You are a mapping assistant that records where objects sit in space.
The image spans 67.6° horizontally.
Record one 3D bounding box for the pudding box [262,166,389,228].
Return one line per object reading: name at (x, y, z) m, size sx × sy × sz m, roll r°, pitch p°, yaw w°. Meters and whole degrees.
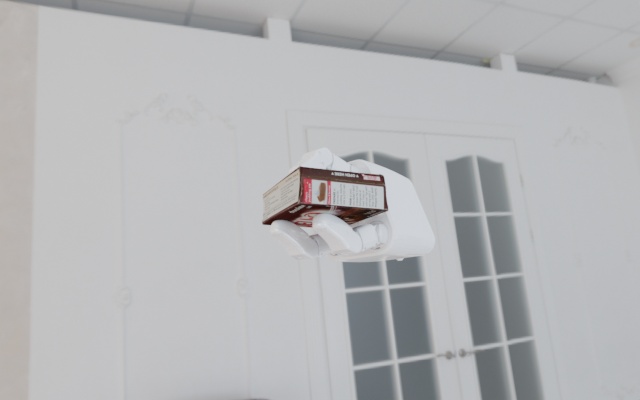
pudding box at (0.000, 0.001, 0.472) m, size 0.090 × 0.039 × 0.113 m, roll 4°, pitch -16°, yaw -23°
